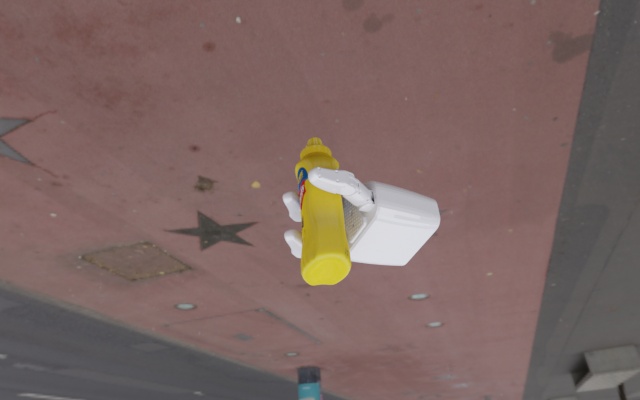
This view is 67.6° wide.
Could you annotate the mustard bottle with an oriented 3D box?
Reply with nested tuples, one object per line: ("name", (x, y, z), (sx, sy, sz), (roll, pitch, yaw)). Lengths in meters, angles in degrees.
("mustard bottle", (0.000, 0.002, 0.600), (0.058, 0.191, 0.096), (-2, -29, -5))
